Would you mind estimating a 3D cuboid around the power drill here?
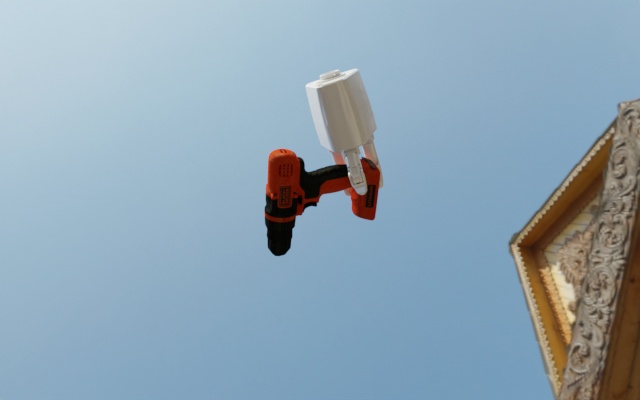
[{"bbox_3d":[0.001,0.002,0.787,0.187,0.184,0.057,-5,28,-20],"label":"power drill"}]
